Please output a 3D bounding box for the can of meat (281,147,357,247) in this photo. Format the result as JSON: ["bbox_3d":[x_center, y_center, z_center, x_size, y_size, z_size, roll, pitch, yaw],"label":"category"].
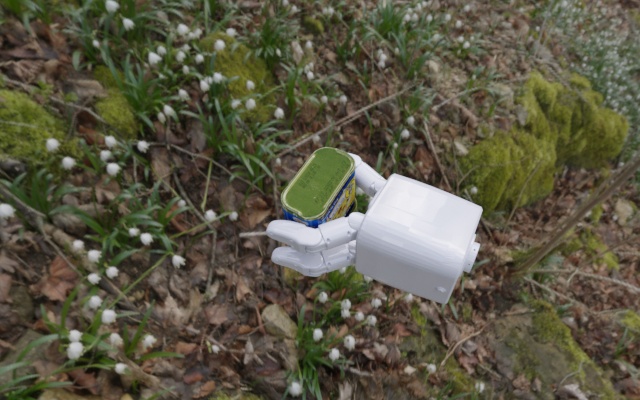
[{"bbox_3d":[0.000,0.001,0.539,0.057,0.102,0.084,25,-30,18],"label":"can of meat"}]
